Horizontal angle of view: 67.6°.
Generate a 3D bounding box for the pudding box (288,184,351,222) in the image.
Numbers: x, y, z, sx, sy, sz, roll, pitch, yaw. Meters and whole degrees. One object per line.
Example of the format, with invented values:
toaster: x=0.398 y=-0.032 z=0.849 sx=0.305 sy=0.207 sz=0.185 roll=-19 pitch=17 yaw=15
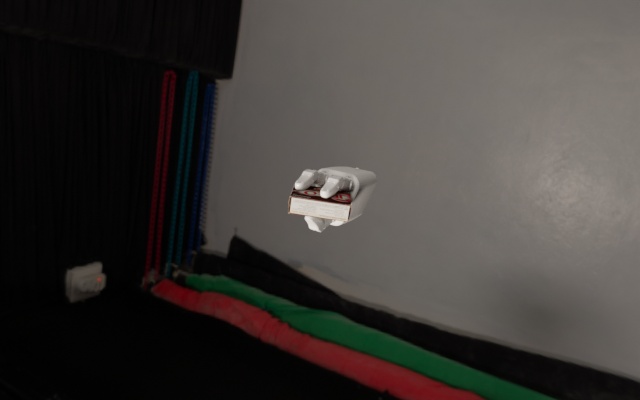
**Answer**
pudding box: x=0.000 y=0.003 z=0.887 sx=0.113 sy=0.039 sz=0.090 roll=6 pitch=16 yaw=0
